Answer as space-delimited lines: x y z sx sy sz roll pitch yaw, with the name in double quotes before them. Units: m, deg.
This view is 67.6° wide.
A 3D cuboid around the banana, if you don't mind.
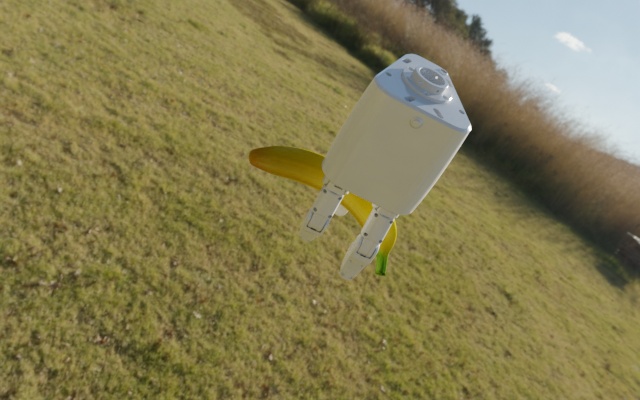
"banana" 0.014 -0.008 0.521 0.198 0.069 0.037 40 -27 6
